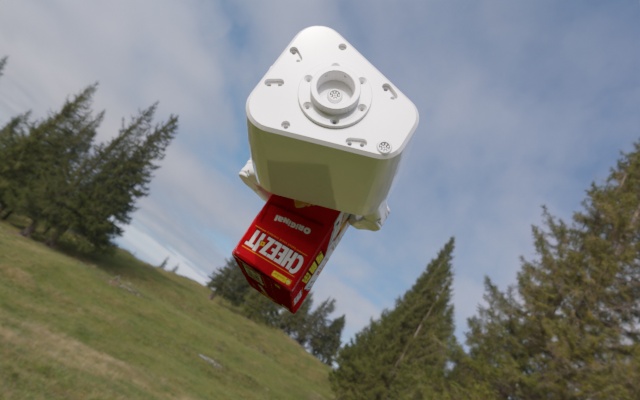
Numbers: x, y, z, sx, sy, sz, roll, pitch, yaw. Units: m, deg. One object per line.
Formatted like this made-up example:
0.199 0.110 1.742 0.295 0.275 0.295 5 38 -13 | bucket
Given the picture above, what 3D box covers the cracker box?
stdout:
0.000 0.002 0.504 0.072 0.213 0.164 30 -18 9 | cracker box
